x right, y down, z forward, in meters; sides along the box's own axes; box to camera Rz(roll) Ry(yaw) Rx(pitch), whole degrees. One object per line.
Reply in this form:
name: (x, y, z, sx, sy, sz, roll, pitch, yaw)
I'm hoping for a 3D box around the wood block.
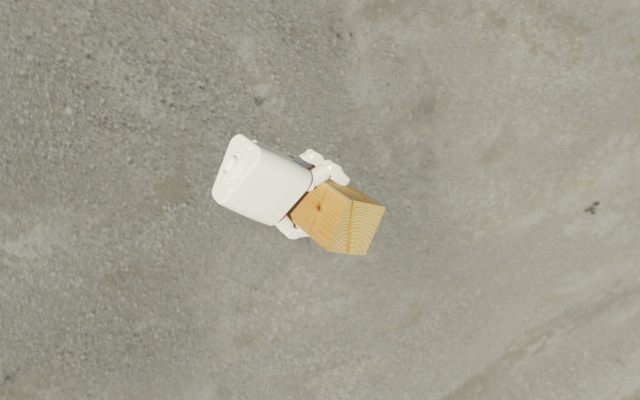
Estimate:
wood block: (0.000, 0.003, 0.819, 0.090, 0.091, 0.206, 11, 17, -40)
